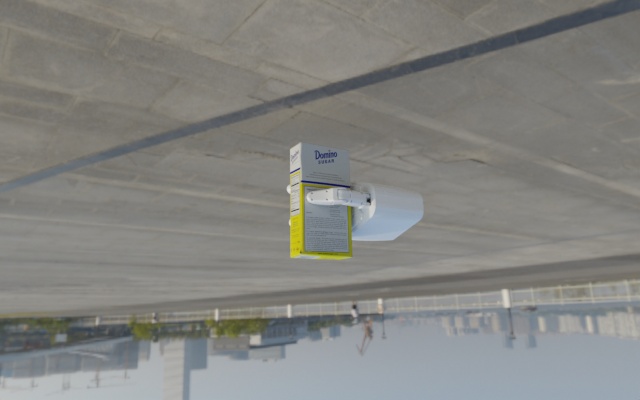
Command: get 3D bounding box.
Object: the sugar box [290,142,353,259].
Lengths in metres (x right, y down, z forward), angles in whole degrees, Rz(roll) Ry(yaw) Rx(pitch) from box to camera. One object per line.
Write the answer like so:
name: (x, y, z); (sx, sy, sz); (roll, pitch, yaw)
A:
sugar box: (0.000, 0.003, 0.754); (0.093, 0.176, 0.048); (7, -16, -29)
